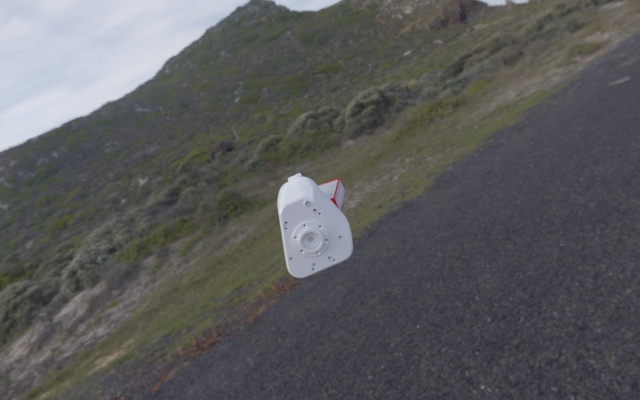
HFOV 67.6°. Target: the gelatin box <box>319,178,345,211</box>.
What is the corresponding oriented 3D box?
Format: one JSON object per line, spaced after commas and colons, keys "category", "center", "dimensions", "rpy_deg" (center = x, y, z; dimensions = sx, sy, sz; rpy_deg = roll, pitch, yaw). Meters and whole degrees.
{"category": "gelatin box", "center": [0.000, 0.002, 0.800], "dimensions": [0.073, 0.030, 0.089], "rpy_deg": [-20, 21, 16]}
